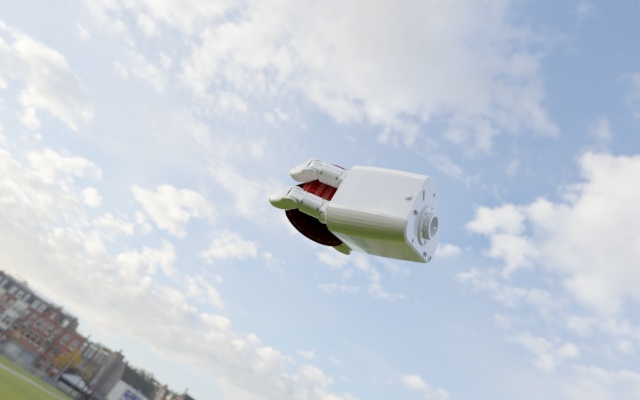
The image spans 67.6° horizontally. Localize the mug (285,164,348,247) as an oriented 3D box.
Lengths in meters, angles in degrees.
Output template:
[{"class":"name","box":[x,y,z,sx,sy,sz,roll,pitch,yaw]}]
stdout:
[{"class":"mug","box":[-0.001,0.002,0.675,0.117,0.081,0.093,10,-38,34]}]
